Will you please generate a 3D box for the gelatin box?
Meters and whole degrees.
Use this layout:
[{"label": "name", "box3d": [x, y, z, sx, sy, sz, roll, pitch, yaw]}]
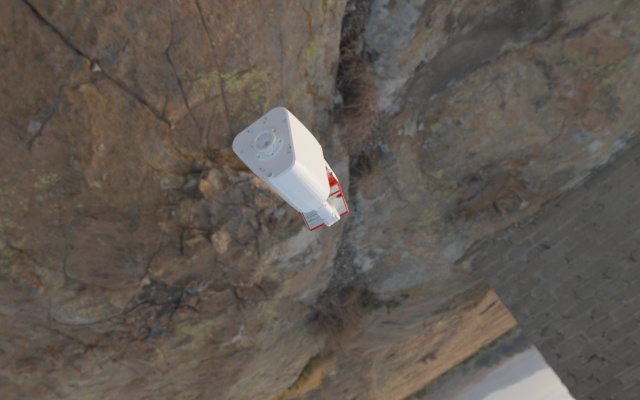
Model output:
[{"label": "gelatin box", "box3d": [0.000, 0.003, 0.772, 0.073, 0.030, 0.089, -27, -37, -4]}]
